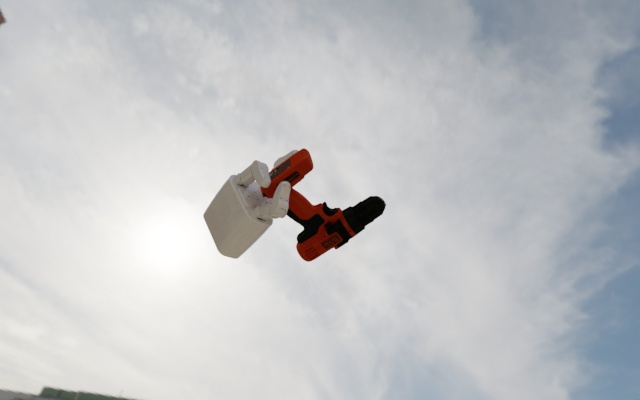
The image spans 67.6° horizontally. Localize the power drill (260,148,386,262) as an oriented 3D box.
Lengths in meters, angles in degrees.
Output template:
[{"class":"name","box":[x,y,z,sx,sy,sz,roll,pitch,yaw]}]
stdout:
[{"class":"power drill","box":[0.000,0.003,0.841,0.184,0.188,0.057,-34,24,8]}]
